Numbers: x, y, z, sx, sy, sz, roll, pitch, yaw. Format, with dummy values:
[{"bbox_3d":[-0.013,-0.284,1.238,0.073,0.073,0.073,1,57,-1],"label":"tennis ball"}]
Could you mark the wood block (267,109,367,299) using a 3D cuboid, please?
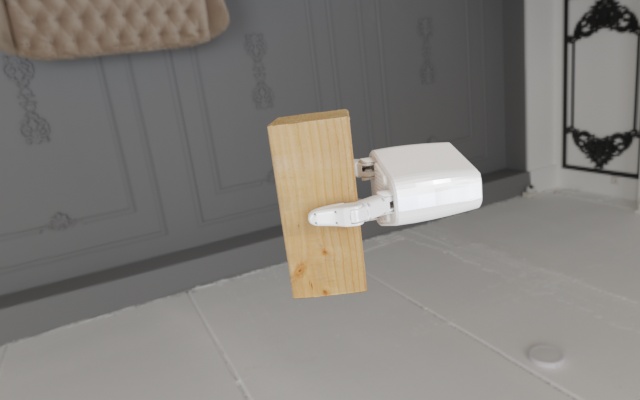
[{"bbox_3d":[0.000,0.002,0.575,0.090,0.206,0.090,-6,15,4],"label":"wood block"}]
